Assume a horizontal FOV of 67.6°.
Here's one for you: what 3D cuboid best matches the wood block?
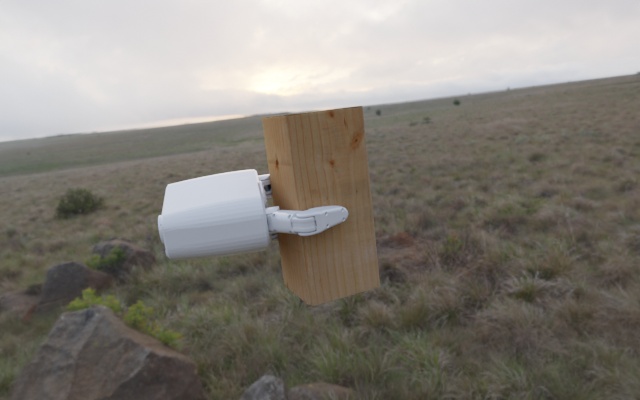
[{"bbox_3d":[0.000,0.002,0.550,0.090,0.206,0.091,-11,12,-22],"label":"wood block"}]
